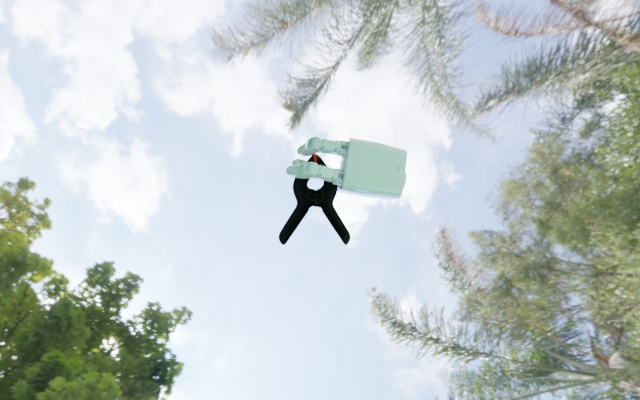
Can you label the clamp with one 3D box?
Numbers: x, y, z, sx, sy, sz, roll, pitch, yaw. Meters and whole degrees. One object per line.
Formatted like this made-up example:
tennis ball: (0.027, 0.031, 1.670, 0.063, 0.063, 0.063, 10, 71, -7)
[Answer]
clamp: (0.000, 0.003, 0.832, 0.120, 0.171, 0.039, 10, -18, 0)
